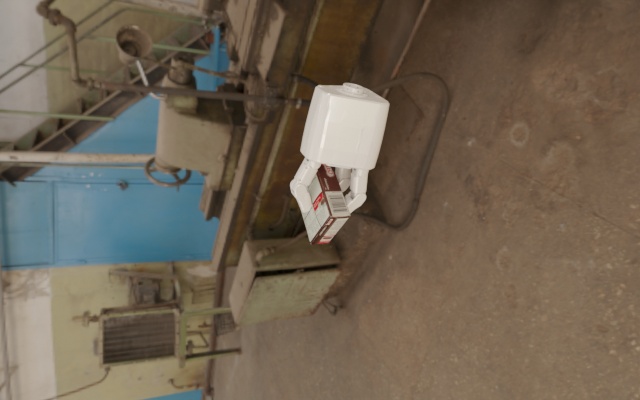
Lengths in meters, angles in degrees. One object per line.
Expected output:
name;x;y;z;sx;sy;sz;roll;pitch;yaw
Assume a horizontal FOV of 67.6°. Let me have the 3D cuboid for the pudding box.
pudding box;0.000;0.003;0.783;0.039;0.113;0.090;0;-33;-26
